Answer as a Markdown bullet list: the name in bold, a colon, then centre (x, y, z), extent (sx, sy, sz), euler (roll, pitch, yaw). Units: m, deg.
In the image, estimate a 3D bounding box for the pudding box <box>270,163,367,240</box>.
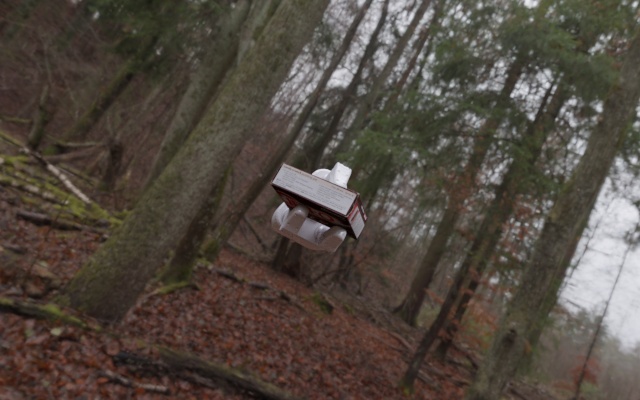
- **pudding box**: centre (0.000, 0.002, 0.619), extent (0.113, 0.039, 0.090), euler (21, -15, 20)
